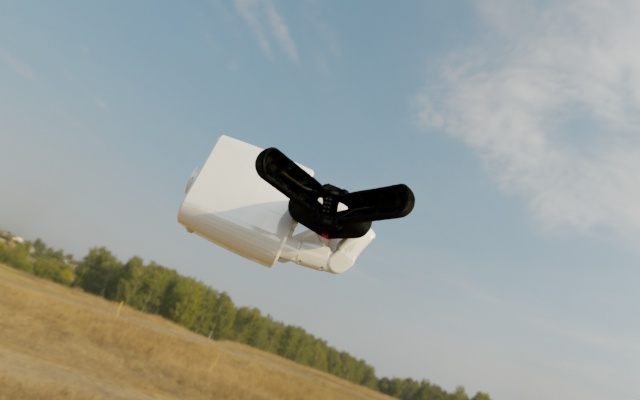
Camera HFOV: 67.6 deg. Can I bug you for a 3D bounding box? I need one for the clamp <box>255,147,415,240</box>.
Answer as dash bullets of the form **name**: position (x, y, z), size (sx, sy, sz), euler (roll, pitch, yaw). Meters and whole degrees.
- **clamp**: position (0.000, 0.001, 0.415), size (0.120, 0.039, 0.171), euler (24, -18, -3)
